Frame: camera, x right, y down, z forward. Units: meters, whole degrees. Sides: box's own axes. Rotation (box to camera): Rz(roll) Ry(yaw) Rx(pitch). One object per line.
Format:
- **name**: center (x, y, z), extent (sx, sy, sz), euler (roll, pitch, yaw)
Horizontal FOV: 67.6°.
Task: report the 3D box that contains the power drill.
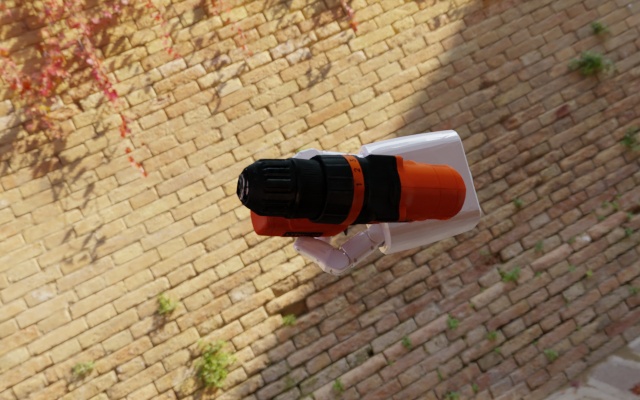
- **power drill**: center (0.000, 0.001, 0.417), extent (0.184, 0.057, 0.187), euler (3, -7, -25)
